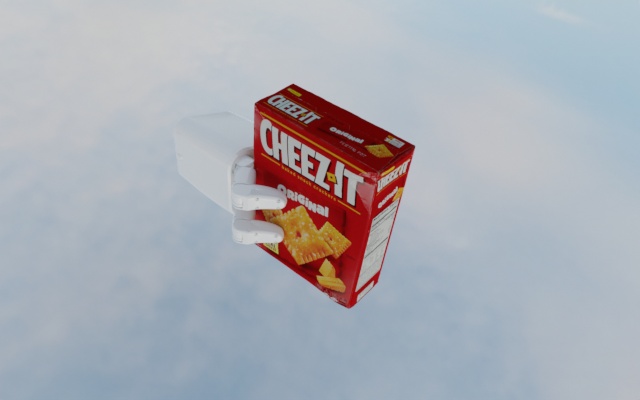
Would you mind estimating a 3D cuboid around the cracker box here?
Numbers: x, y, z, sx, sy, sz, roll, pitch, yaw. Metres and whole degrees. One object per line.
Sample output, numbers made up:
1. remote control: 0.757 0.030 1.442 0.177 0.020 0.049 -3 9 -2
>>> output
1. cracker box: 0.000 0.002 0.545 0.164 0.214 0.072 32 48 25
